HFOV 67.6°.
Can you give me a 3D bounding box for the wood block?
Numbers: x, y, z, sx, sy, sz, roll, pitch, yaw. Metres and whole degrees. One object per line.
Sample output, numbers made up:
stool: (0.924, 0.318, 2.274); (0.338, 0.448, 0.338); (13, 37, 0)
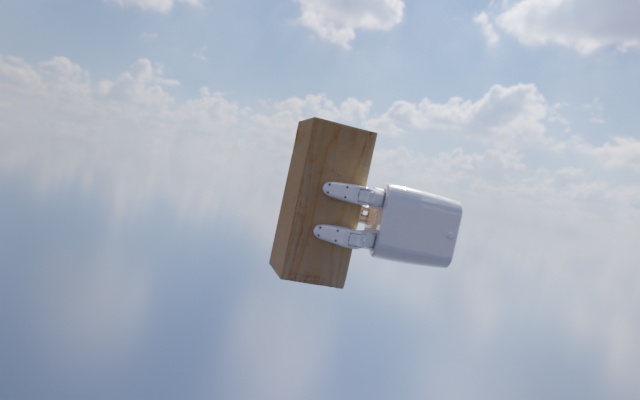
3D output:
wood block: (0.000, 0.002, 0.644); (0.090, 0.206, 0.091); (12, 3, -16)
